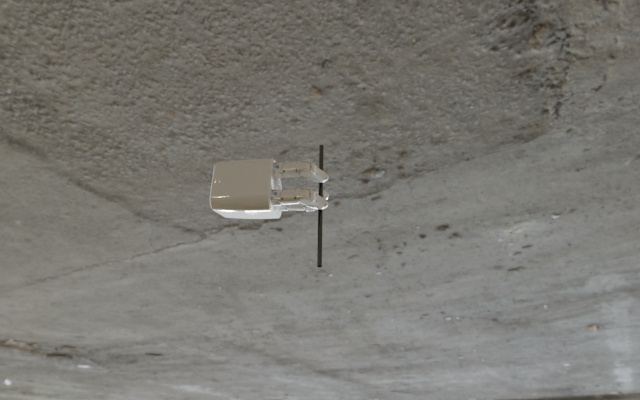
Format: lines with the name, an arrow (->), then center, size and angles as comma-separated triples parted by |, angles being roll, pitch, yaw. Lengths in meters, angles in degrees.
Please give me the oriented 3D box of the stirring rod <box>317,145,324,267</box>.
stirring rod -> 0.000, 0.003, 0.840 | 0.011, 0.239, 0.011 | 1, -29, 0
